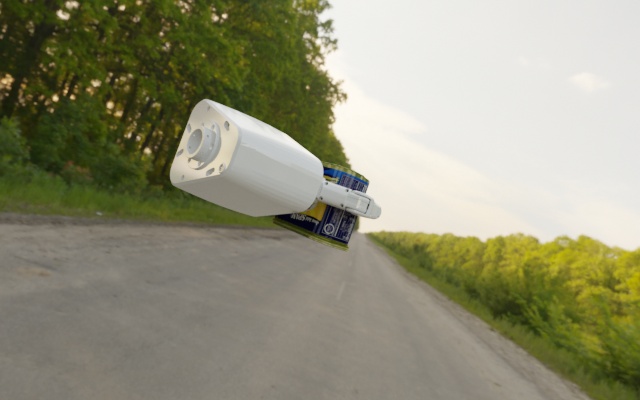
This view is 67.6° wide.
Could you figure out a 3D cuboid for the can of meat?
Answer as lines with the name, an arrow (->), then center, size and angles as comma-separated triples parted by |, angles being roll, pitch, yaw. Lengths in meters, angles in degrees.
can of meat -> 0.000, 0.002, 0.542 | 0.057, 0.084, 0.102 | 22, -3, -41
